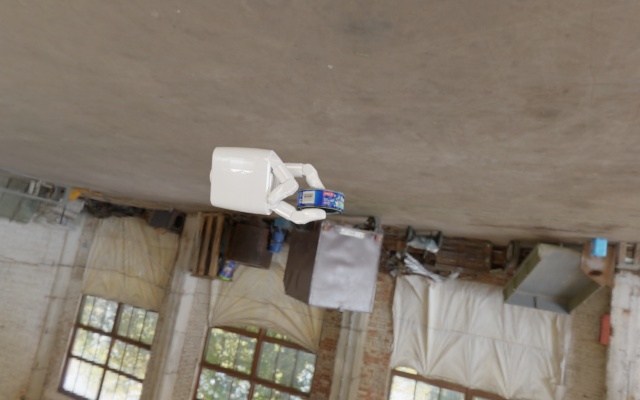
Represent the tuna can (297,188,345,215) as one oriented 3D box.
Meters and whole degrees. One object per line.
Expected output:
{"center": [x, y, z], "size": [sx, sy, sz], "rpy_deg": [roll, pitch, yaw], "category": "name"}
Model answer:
{"center": [0.000, 0.003, 0.870], "size": [0.086, 0.033, 0.086], "rpy_deg": [5, -11, 1], "category": "tuna can"}
